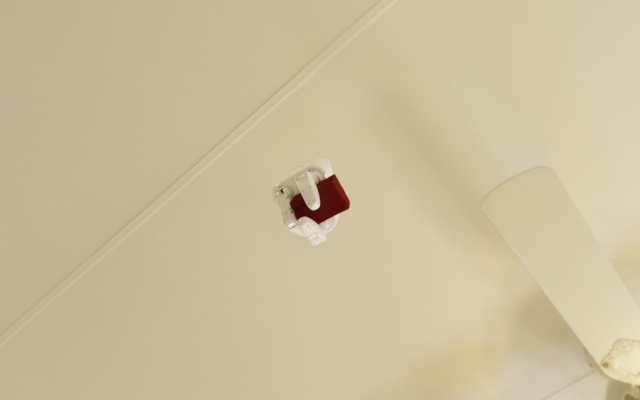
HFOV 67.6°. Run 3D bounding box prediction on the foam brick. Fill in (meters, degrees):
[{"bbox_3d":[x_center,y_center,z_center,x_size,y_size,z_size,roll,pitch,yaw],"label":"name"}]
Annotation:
[{"bbox_3d":[0.000,0.002,0.734,0.078,0.053,0.051,-28,9,13],"label":"foam brick"}]
